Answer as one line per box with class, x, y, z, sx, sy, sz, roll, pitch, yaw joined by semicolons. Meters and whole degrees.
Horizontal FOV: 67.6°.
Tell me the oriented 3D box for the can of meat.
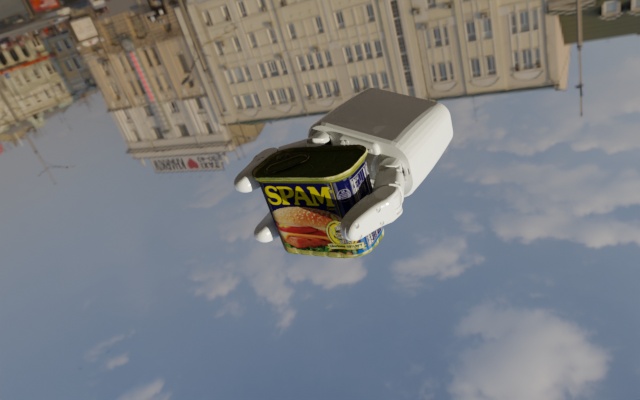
can of meat;0.000;0.002;0.423;0.102;0.084;0.057;2;33;34
